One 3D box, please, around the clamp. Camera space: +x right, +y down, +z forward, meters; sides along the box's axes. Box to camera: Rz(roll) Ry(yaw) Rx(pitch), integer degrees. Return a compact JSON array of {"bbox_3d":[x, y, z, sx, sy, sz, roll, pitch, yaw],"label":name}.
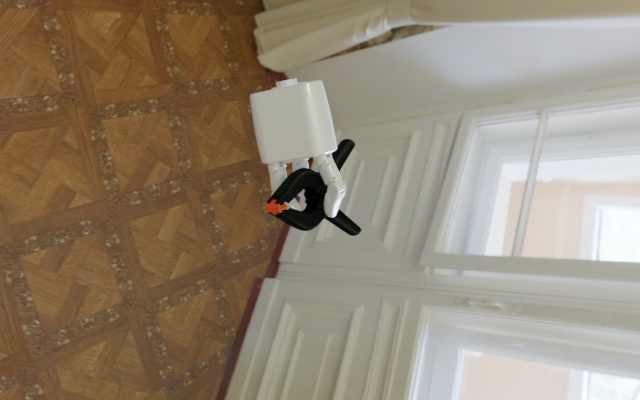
[{"bbox_3d":[0.000,0.002,0.747,0.036,0.164,0.210,1,17,39],"label":"clamp"}]
